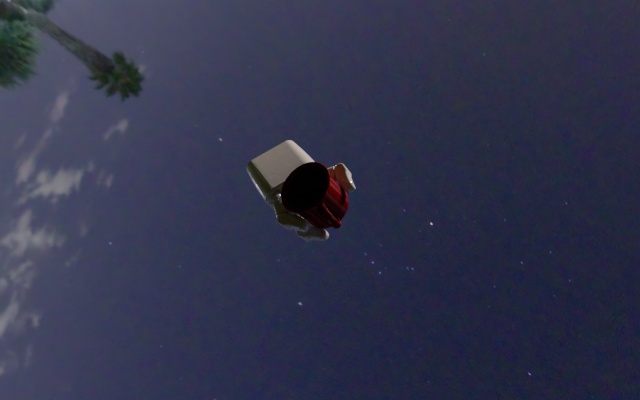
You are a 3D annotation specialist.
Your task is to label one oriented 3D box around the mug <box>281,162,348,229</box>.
[{"bbox_3d":[0.001,0.003,0.788,0.081,0.093,0.117,42,7,-48],"label":"mug"}]
